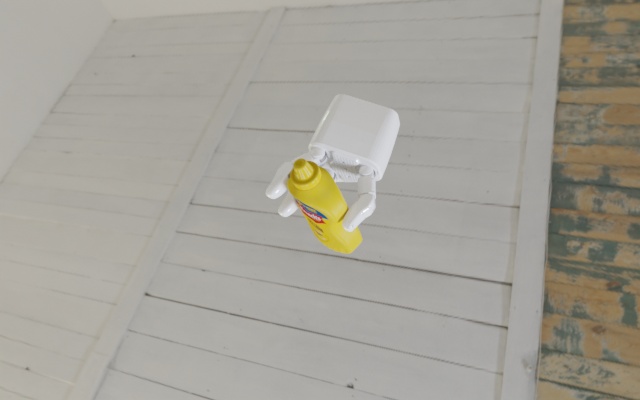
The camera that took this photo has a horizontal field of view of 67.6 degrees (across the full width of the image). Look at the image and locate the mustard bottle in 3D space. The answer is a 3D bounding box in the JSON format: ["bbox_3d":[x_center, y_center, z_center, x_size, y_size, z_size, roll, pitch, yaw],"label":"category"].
[{"bbox_3d":[0.000,0.003,0.693,0.096,0.058,0.192,37,-15,34],"label":"mustard bottle"}]
